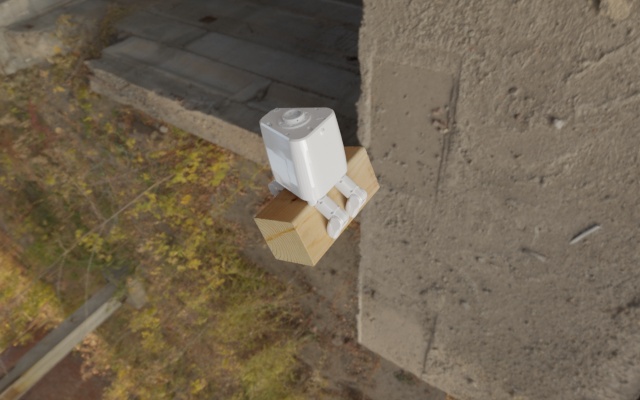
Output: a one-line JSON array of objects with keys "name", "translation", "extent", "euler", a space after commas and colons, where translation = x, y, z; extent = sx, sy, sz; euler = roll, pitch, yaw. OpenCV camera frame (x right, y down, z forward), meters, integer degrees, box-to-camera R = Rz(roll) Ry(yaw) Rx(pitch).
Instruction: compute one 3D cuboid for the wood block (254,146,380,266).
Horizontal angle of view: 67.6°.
[{"name": "wood block", "translation": [0.000, 0.002, 0.798], "extent": [0.091, 0.090, 0.206], "euler": [5, 40, 42]}]
